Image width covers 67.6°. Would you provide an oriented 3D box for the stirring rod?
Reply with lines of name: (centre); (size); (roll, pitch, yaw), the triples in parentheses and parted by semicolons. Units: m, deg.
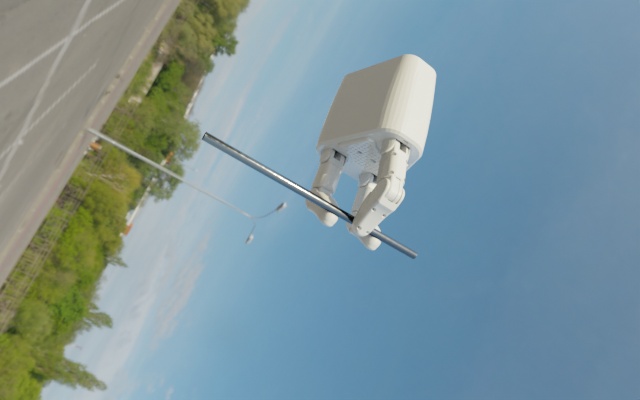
stirring rod: (0.000, 0.001, 0.441); (0.239, 0.011, 0.011); (30, -13, -23)
